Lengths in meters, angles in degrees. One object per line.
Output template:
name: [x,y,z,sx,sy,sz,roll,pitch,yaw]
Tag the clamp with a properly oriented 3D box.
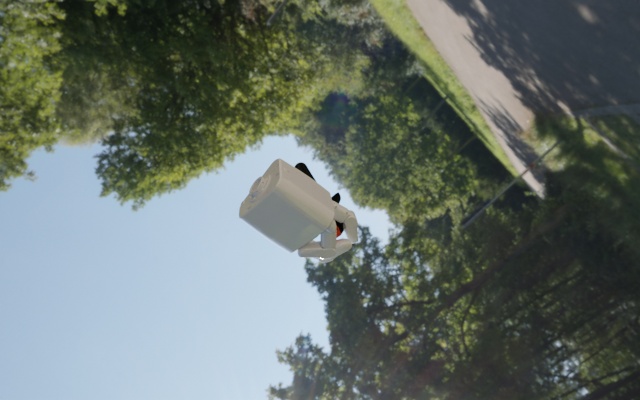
clamp: [0.000,0.003,0.843,0.120,0.039,0.171,36,20,-24]
